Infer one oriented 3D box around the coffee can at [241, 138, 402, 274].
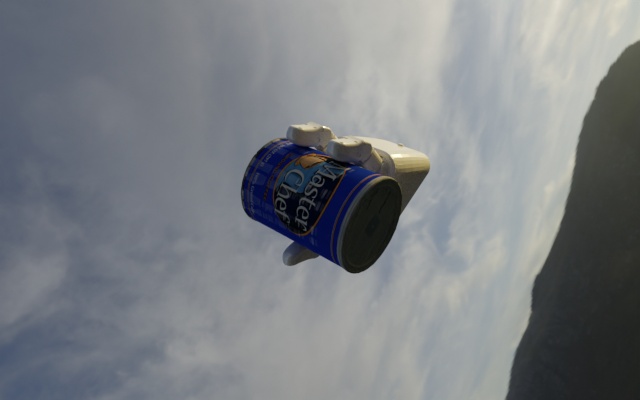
[{"bbox_3d":[0.000,0.002,0.508,0.140,0.103,0.103,25,14,33],"label":"coffee can"}]
